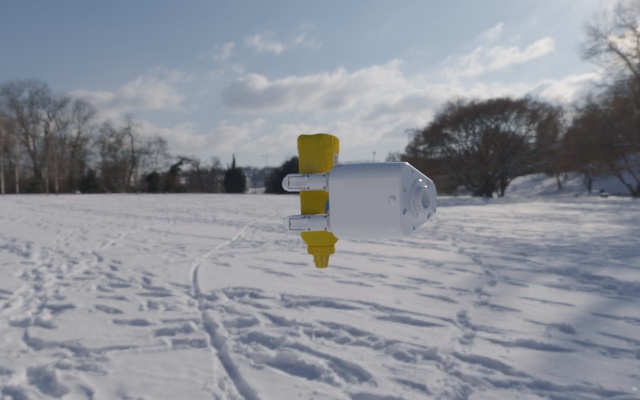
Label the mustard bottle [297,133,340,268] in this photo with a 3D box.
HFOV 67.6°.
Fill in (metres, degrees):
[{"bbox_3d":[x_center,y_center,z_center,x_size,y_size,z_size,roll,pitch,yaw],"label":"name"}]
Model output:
[{"bbox_3d":[0.000,0.002,0.697,0.058,0.191,0.096,-2,0,13],"label":"mustard bottle"}]
